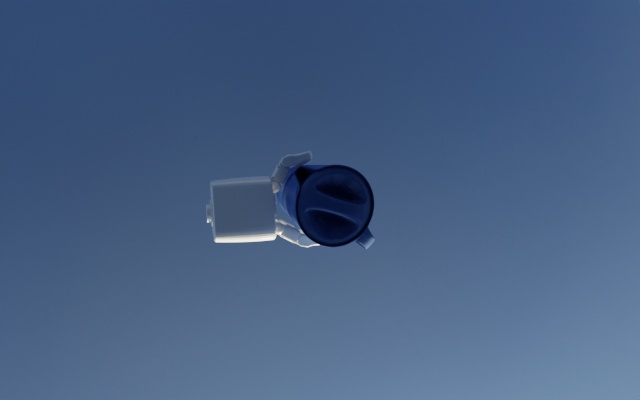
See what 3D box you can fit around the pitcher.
[{"bbox_3d":[0.000,0.003,0.870,0.145,0.149,0.243,-3,8,-15],"label":"pitcher"}]
